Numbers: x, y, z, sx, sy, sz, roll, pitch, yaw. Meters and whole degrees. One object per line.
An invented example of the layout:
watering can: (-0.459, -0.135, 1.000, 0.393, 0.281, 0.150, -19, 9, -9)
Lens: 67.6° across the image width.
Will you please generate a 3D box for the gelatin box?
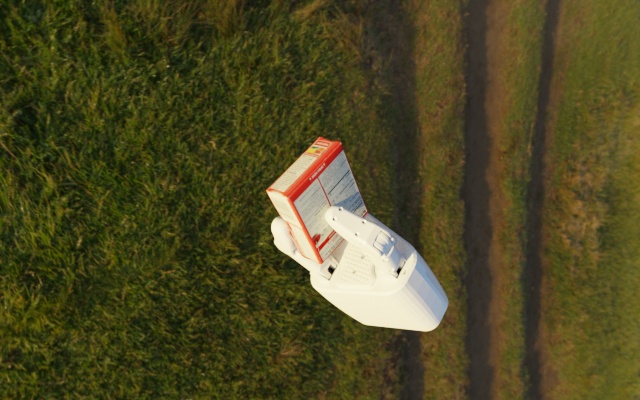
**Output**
gelatin box: (0.000, 0.001, 0.424, 0.030, 0.089, 0.073, 19, 56, 40)
